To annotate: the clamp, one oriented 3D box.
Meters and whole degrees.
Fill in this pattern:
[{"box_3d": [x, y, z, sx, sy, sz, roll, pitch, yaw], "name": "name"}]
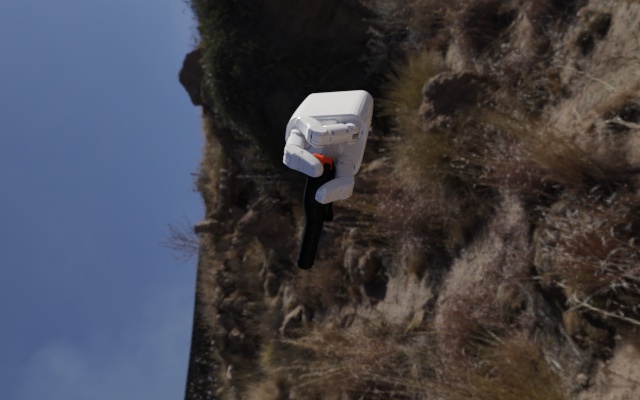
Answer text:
[{"box_3d": [-0.001, 0.002, 0.679, 0.039, 0.172, 0.120, 14, 35, 5], "name": "clamp"}]
